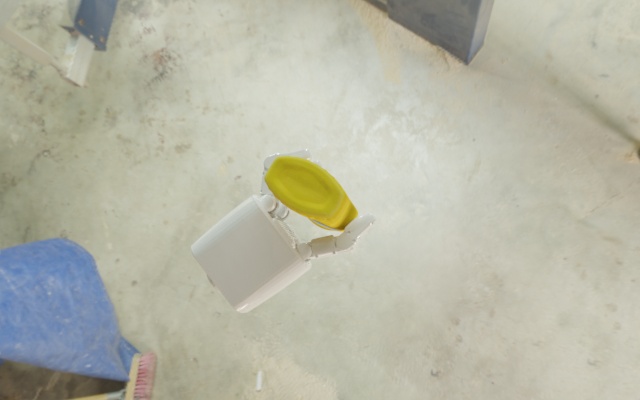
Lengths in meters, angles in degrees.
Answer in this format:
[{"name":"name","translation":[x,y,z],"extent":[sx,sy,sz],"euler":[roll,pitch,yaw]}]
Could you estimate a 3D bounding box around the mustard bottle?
[{"name":"mustard bottle","translation":[0.000,0.002,0.607],"extent":[0.096,0.058,0.192],"euler":[28,-4,15]}]
